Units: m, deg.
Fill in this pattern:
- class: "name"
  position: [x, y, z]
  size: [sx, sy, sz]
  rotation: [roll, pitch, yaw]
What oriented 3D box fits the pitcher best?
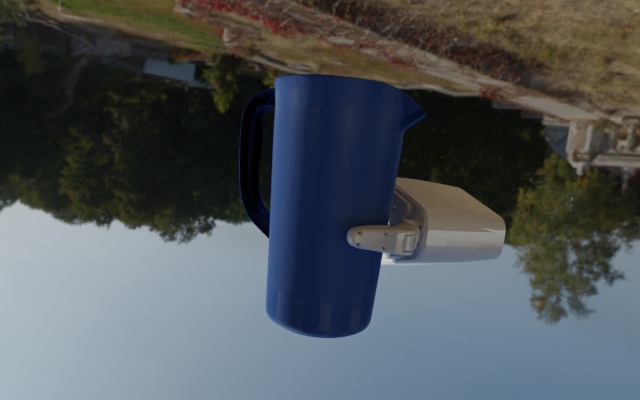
- class: "pitcher"
  position: [0.000, 0.002, 0.479]
  size: [0.145, 0.243, 0.149]
  rotation: [4, 6, -24]
